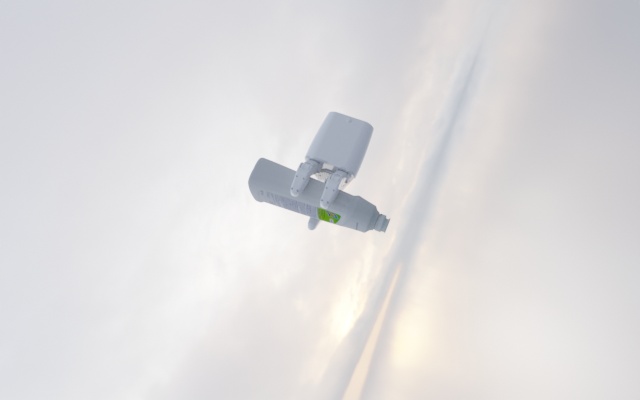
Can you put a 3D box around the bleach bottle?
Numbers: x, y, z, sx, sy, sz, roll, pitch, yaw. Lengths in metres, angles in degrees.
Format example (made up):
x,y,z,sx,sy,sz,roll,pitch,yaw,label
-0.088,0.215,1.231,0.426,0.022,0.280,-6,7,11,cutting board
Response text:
x,y,z,sx,sy,sz,roll,pitch,yaw,label
0.000,0.003,0.846,0.251,0.068,0.103,21,-17,12,bleach bottle
